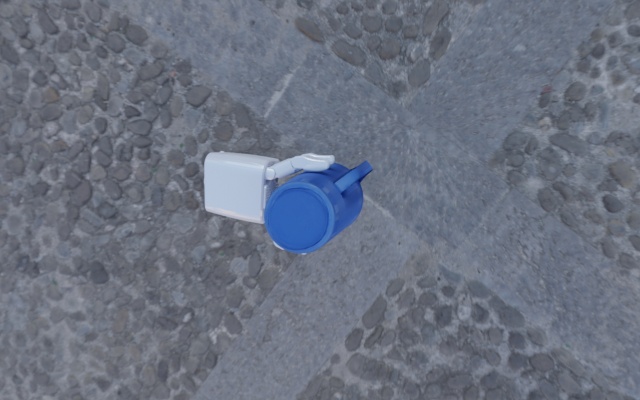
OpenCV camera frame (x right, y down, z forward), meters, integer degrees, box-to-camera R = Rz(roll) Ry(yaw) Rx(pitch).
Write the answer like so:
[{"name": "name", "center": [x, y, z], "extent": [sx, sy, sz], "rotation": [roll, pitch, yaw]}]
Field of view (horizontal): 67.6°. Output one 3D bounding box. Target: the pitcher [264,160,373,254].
[{"name": "pitcher", "center": [0.000, 0.003, 0.798], "extent": [0.145, 0.149, 0.243], "rotation": [9, 10, 10]}]
